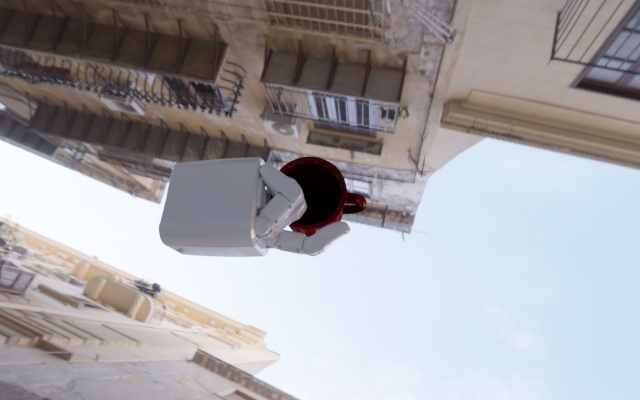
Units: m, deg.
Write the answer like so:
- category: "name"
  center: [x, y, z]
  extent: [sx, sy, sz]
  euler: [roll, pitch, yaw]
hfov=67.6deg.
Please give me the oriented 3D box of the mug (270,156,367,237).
- category: "mug"
  center: [0.002, 0.002, 0.610]
  extent: [0.117, 0.093, 0.081]
  euler: [1, -18, 4]
